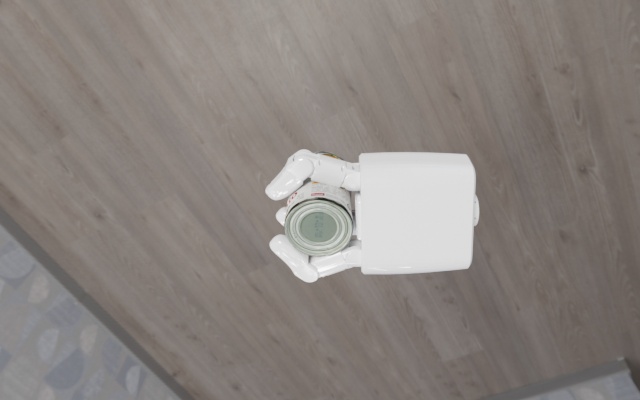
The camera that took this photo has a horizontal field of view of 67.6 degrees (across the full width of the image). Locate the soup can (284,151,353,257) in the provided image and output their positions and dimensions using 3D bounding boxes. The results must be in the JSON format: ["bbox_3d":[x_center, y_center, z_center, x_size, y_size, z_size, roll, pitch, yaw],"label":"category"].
[{"bbox_3d":[0.000,0.002,0.490,0.068,0.068,0.102,0,31,2],"label":"soup can"}]
